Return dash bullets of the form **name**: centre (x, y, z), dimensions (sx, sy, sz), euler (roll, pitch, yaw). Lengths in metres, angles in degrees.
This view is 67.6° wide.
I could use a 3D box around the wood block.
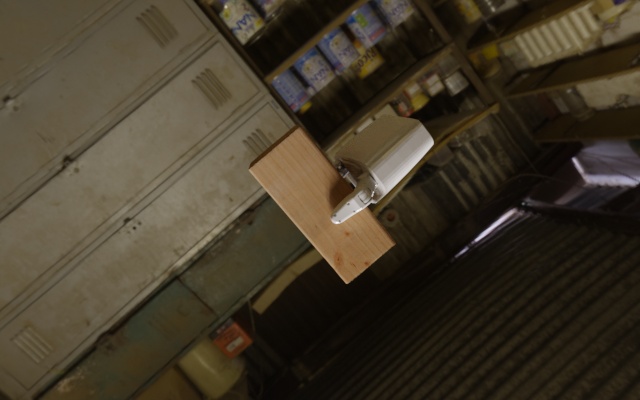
- **wood block**: centre (0.001, 0.002, 0.672), dimensions (0.090, 0.206, 0.091), euler (-40, 11, 1)
